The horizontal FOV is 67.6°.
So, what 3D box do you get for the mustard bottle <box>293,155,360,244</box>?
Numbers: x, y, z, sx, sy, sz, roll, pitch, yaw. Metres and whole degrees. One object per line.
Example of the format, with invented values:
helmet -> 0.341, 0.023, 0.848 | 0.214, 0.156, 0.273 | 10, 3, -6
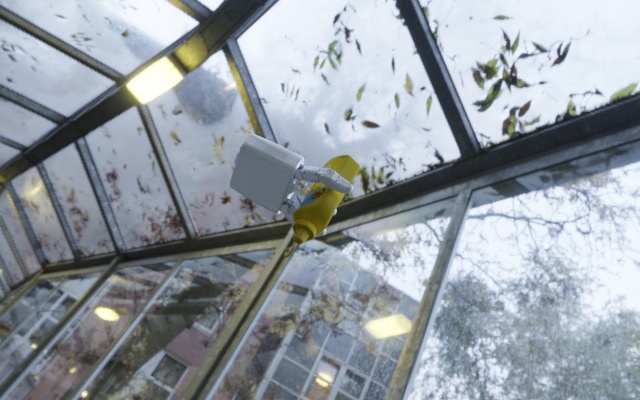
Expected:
mustard bottle -> 0.001, 0.003, 0.854 | 0.058, 0.191, 0.096 | 44, -40, -15
